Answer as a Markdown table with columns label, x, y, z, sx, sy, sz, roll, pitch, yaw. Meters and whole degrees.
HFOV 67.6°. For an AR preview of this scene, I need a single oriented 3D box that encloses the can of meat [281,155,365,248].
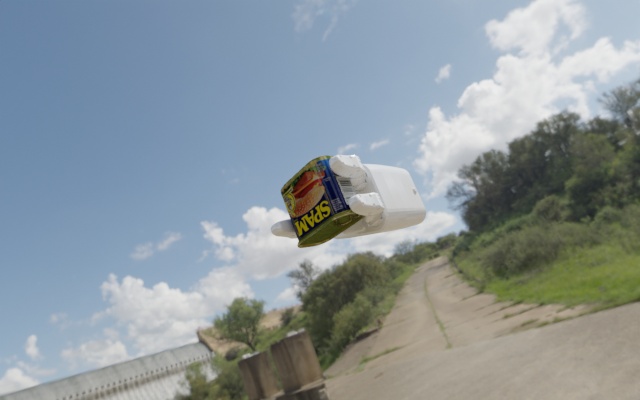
| label | x | y | z | sx | sy | sz | roll | pitch | yaw |
| --- | --- | --- | --- | --- | --- | --- | --- | --- | --- |
| can of meat | 0.000 | 0.002 | 0.616 | 0.057 | 0.084 | 0.102 | -4 | -25 | -43 |
